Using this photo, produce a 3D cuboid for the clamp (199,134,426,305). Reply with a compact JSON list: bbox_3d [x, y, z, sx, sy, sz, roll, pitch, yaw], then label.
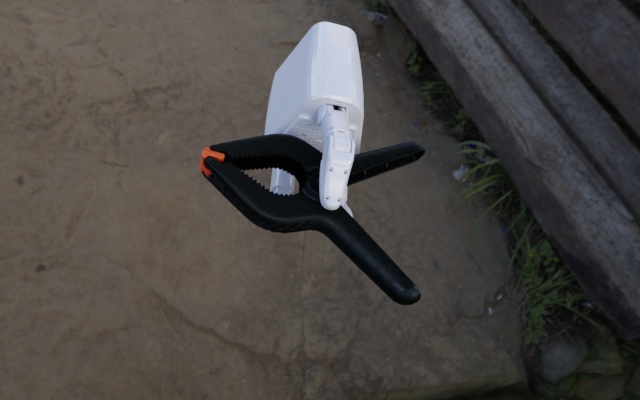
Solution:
[{"bbox_3d":[0.000,0.001,0.412,0.210,0.164,0.036,9,-32,-14],"label":"clamp"}]
